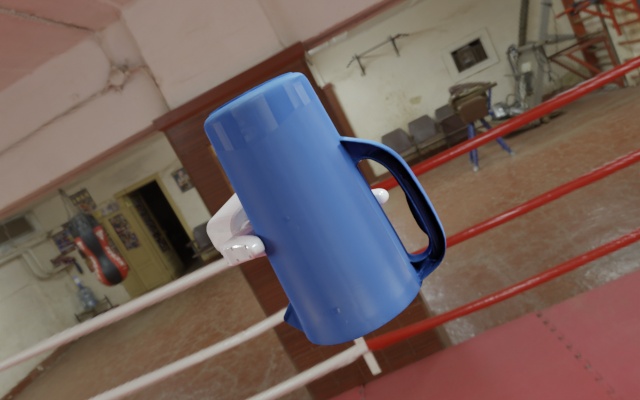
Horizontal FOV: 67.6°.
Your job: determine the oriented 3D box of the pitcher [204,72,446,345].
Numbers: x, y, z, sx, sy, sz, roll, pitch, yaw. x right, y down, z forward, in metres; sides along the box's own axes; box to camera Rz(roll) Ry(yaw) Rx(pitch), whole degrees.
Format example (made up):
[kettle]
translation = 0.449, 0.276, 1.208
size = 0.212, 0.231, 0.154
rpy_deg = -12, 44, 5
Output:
[pitcher]
translation = 0.000, 0.002, 0.466
size = 0.149, 0.243, 0.145
rpy_deg = -33, 12, -28
